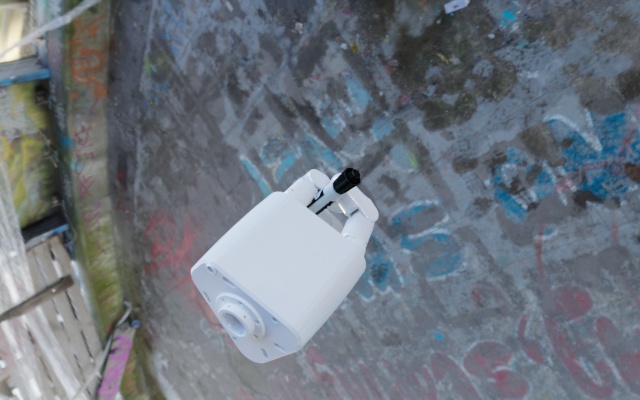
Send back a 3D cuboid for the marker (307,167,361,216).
[{"bbox_3d":[0.000,0.002,0.477,0.020,0.020,0.121,0,-25,-37],"label":"marker"}]
